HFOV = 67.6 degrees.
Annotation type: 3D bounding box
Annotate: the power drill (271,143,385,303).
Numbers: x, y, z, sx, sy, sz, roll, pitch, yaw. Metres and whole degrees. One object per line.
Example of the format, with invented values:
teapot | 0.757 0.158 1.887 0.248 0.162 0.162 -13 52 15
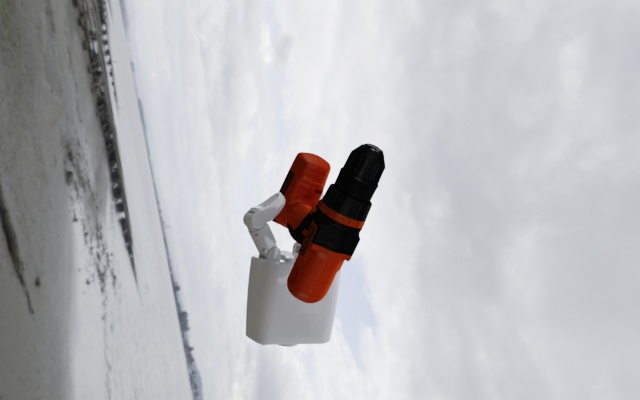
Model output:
power drill | 0.000 0.002 0.566 0.057 0.184 0.187 22 13 -20
